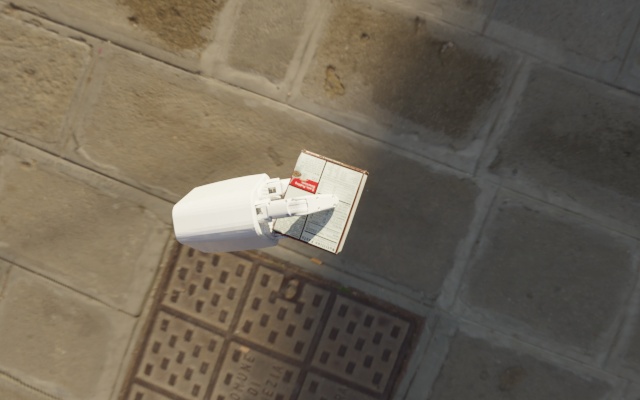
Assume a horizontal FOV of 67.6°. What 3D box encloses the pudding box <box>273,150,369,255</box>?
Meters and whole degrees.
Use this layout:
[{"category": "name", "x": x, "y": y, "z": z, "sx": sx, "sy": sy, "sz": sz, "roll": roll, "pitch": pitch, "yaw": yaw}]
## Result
[{"category": "pudding box", "x": 0.000, "y": 0.002, "z": 0.609, "sx": 0.090, "sy": 0.113, "sz": 0.039, "roll": 20, "pitch": 6, "yaw": 9}]
